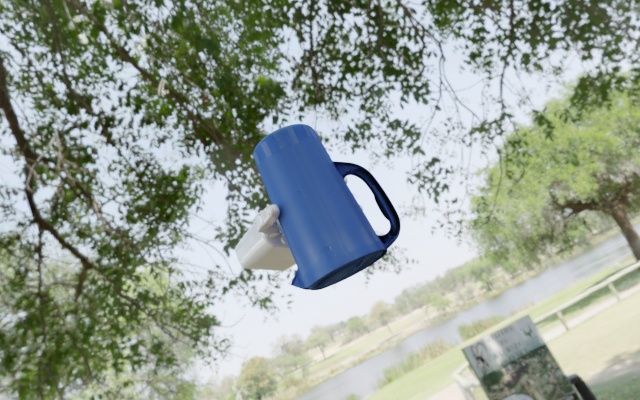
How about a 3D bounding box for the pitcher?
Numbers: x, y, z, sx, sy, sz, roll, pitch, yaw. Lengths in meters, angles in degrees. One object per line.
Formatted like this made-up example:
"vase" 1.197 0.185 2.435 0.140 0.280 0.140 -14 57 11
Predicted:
"pitcher" 0.000 0.003 0.733 0.149 0.242 0.145 -12 -22 -40
